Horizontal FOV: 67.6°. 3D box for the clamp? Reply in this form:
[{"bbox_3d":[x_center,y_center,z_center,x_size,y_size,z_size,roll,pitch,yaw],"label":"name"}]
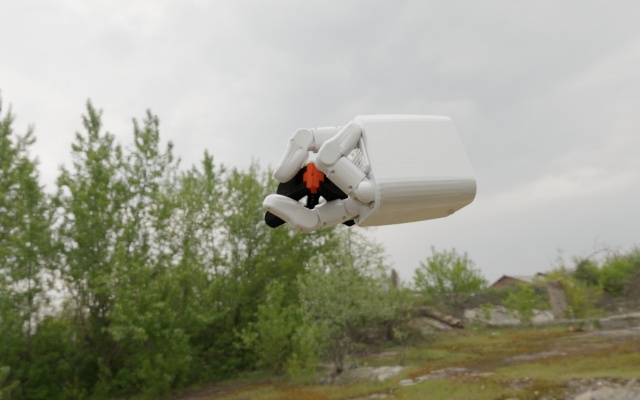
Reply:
[{"bbox_3d":[0.000,0.001,0.556,0.120,0.039,0.171,-4,-15,-12],"label":"clamp"}]
